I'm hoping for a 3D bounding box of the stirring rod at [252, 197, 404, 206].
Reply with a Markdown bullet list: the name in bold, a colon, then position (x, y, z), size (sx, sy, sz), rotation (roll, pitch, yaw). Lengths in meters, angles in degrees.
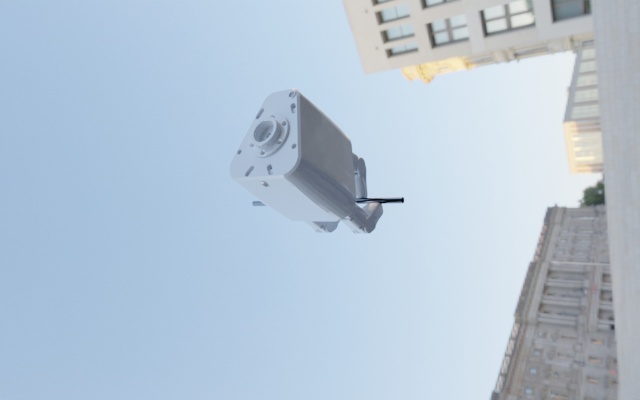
- **stirring rod**: position (0.000, 0.002, 0.642), size (0.239, 0.011, 0.011), rotation (-1, -1, 34)
